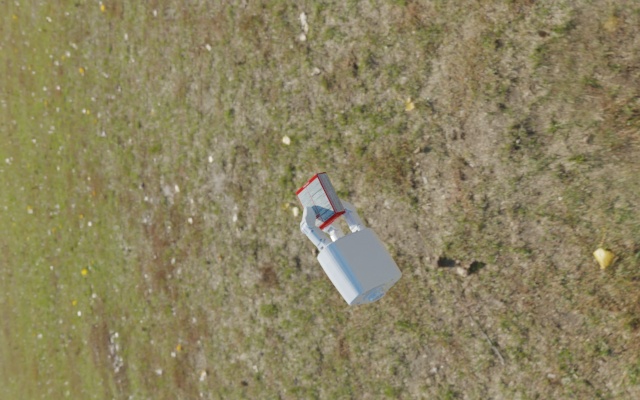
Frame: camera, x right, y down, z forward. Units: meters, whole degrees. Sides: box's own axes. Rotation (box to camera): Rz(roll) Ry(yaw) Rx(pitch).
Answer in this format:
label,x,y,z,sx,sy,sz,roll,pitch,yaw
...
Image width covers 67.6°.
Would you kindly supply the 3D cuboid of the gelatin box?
label,x,y,z,sx,sy,sz,roll,pitch,yaw
gelatin box,0.000,0.003,0.898,0.030,0.089,0.073,-14,-19,-43
